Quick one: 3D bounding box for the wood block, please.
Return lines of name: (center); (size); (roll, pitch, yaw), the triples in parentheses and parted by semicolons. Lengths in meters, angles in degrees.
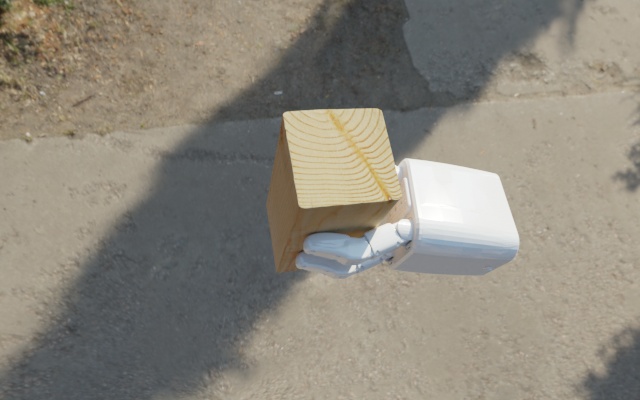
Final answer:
wood block: (0.000, 0.001, 0.488); (0.090, 0.090, 0.206); (-5, -22, -13)
